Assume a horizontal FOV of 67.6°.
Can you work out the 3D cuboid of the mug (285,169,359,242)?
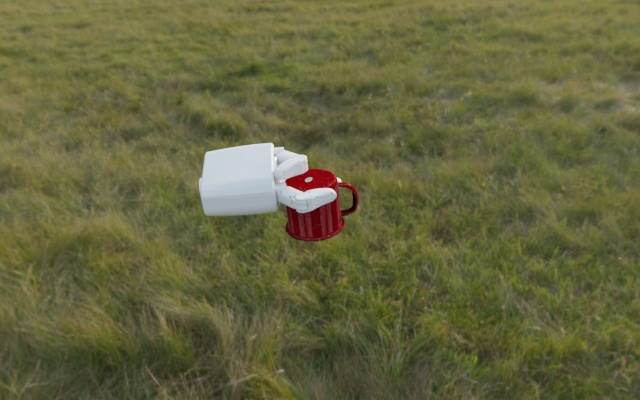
[{"bbox_3d":[0.002,0.002,0.727,0.117,0.081,0.093,-7,28,-2],"label":"mug"}]
